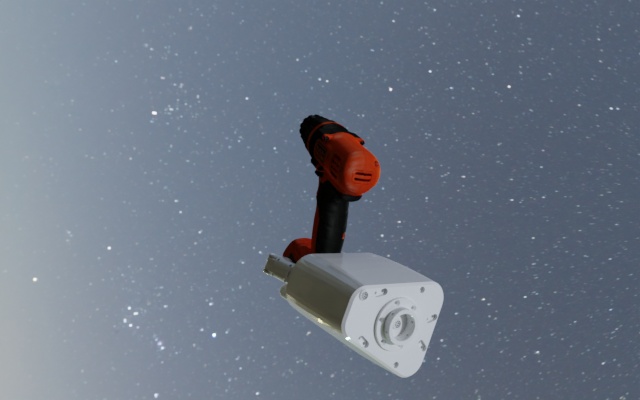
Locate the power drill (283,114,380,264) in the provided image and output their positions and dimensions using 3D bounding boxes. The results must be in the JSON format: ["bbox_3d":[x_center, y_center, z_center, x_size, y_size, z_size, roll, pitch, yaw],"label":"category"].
[{"bbox_3d":[0.000,0.002,0.564,0.057,0.188,0.184,3,22,-18],"label":"power drill"}]
